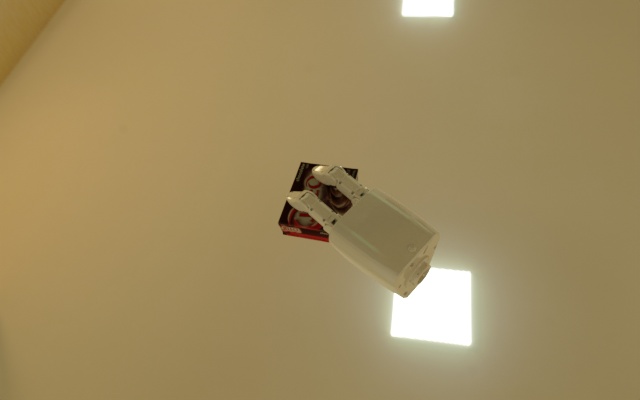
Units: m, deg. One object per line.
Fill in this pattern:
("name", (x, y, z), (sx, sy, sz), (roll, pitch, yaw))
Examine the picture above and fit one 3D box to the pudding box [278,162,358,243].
("pudding box", (0.000, 0.002, 0.683), (0.090, 0.113, 0.039), (9, -34, 15))
